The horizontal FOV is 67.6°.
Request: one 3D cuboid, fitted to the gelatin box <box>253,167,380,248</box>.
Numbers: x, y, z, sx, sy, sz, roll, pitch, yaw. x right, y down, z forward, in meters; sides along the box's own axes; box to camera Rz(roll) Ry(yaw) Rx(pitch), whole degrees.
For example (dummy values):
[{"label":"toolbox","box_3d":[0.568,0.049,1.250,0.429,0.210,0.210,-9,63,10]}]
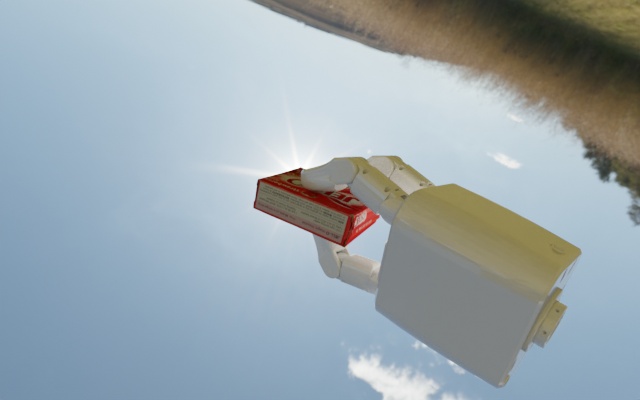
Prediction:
[{"label":"gelatin box","box_3d":[0.000,0.002,0.406,0.089,0.030,0.073,21,20,21]}]
